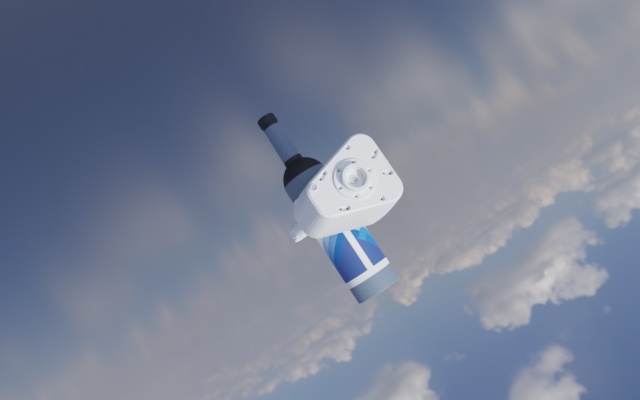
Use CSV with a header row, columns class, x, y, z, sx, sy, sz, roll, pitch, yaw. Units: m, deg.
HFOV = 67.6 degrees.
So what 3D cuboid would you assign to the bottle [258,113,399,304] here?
class,x,y,z,sx,sy,sz,roll,pitch,yaw
bottle,0.000,0.002,0.674,0.069,0.295,0.069,-33,-8,-5
